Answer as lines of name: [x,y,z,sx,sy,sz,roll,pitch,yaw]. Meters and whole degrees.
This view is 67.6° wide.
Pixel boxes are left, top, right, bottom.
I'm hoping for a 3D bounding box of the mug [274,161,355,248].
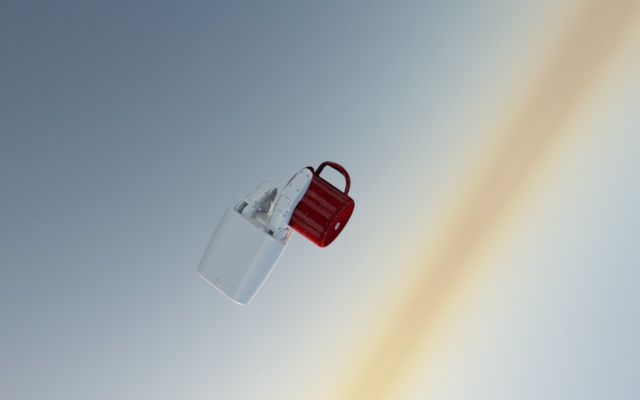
mug: [0.001,0.001,0.664,0.081,0.117,0.093,34,12,16]
